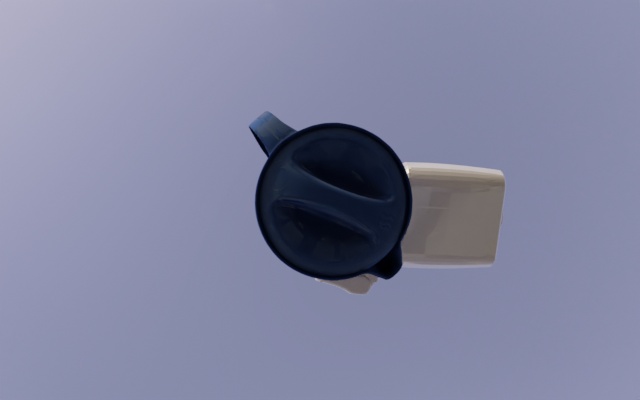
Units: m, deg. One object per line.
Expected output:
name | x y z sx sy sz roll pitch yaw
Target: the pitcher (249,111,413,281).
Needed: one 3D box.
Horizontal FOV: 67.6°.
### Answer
pitcher | 0.000 0.002 0.513 0.145 0.149 0.243 2 -5 -3
